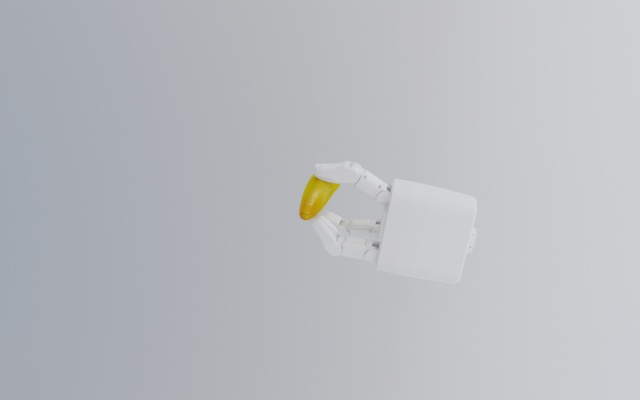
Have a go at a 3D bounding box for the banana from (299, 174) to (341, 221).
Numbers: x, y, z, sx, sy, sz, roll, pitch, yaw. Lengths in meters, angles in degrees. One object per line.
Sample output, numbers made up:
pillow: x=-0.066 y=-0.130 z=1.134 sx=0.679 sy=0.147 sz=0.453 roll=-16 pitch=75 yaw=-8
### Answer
banana: x=0.005 y=-0.016 z=0.664 sx=0.037 sy=0.069 sz=0.198 roll=15 pitch=7 yaw=6
